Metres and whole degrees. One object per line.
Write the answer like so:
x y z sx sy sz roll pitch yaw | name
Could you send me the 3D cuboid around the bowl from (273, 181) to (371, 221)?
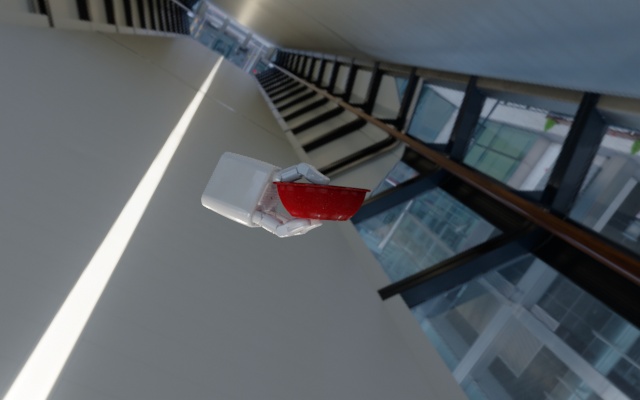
0.001 0.003 0.782 0.162 0.055 0.162 4 0 0 | bowl
